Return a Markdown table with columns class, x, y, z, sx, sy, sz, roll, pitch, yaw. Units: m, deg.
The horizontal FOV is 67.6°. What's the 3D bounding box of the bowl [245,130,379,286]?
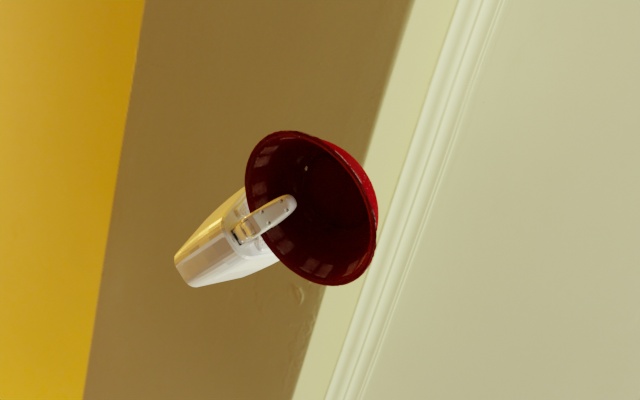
| class | x | y | z | sx | sy | sz | roll | pitch | yaw |
| --- | --- | --- | --- | --- | --- | --- | --- | --- | --- |
| bowl | 0.001 | 0.001 | 0.474 | 0.162 | 0.162 | 0.055 | 0 | 22 | 42 |
